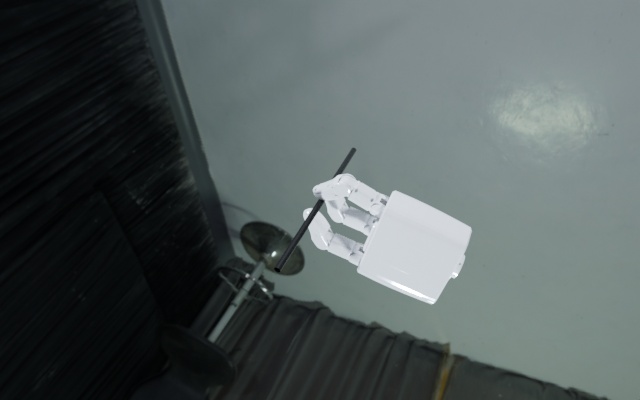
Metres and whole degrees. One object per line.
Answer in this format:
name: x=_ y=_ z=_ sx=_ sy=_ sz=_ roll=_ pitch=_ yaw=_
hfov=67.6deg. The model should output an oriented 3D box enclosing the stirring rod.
stirring rod: x=0.000 y=0.002 z=0.612 sx=0.011 sy=0.011 sz=0.239 roll=0 pitch=39 yaw=31
